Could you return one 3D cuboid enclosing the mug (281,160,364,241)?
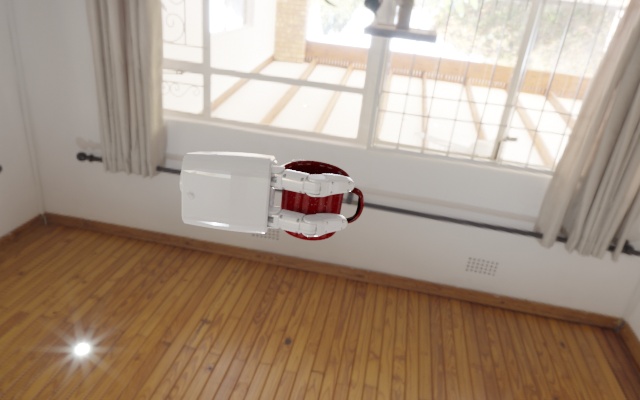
[{"bbox_3d":[0.002,0.002,0.647,0.117,0.081,0.093,7,26,-3],"label":"mug"}]
